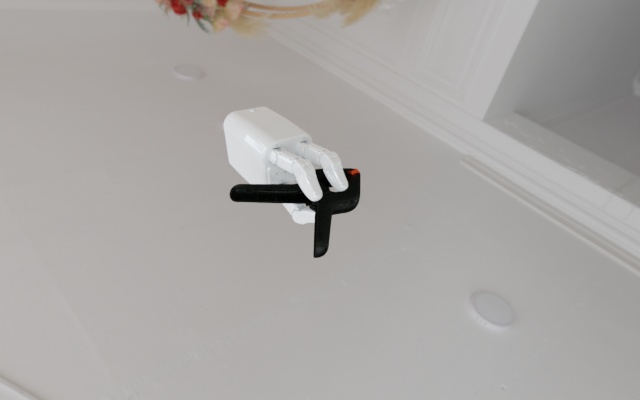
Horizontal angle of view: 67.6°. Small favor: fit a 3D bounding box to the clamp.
[{"bbox_3d":[0.000,0.003,0.684,0.210,0.036,0.164,-21,48,-42],"label":"clamp"}]
